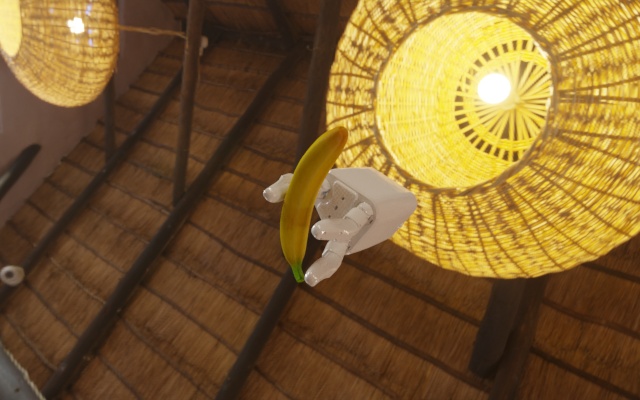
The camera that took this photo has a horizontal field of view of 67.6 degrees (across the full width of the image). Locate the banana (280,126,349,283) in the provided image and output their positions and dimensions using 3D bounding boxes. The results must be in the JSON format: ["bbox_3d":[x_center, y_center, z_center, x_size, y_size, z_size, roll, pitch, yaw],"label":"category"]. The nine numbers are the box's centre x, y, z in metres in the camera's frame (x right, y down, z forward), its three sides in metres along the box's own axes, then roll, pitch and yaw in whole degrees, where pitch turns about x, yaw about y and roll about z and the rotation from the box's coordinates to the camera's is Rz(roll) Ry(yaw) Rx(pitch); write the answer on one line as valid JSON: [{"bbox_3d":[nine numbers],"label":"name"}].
[{"bbox_3d":[-0.013,-0.003,0.577,0.037,0.198,0.069,-7,29,-46],"label":"banana"}]
